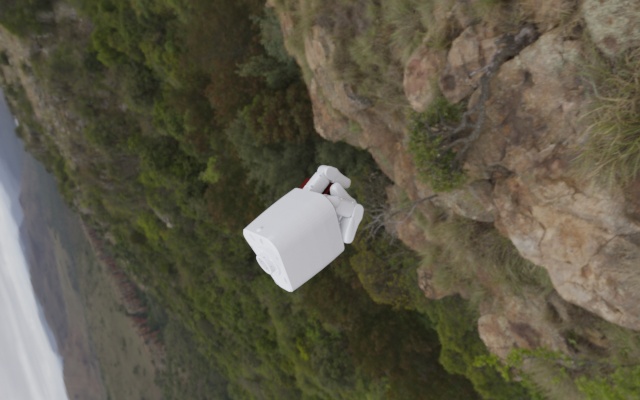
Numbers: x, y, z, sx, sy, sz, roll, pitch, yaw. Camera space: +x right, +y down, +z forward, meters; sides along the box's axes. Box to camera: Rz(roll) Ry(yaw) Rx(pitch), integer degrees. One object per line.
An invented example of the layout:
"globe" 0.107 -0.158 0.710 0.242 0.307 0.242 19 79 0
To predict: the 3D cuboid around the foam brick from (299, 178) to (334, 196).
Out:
"foam brick" 0.000 0.002 0.763 0.078 0.051 0.053 14 -26 53
